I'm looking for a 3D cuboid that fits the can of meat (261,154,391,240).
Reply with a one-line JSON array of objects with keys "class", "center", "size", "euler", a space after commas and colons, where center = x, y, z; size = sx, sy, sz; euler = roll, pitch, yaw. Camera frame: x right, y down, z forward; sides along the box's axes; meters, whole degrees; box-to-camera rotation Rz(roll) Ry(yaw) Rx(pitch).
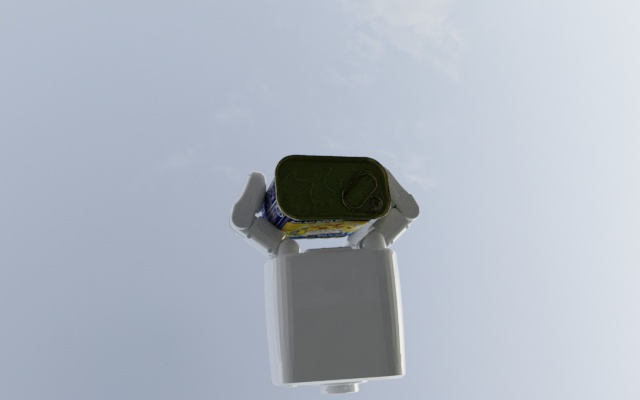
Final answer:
[{"class": "can of meat", "center": [0.000, 0.001, 0.438], "size": [0.102, 0.057, 0.084], "euler": [0, -18, -18]}]
